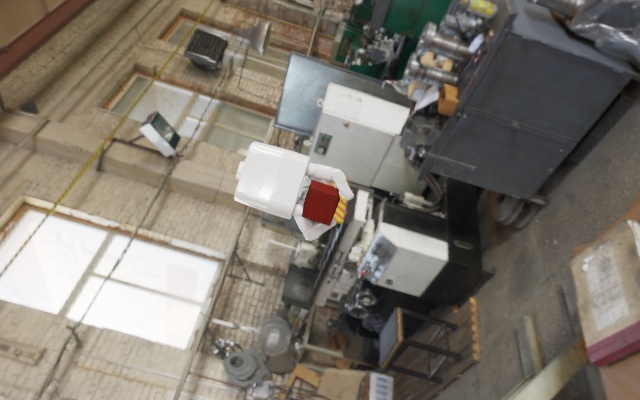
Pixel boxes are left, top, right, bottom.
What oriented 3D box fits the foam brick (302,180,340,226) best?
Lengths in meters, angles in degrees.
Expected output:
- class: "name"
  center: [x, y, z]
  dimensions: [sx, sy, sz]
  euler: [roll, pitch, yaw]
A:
- class: "foam brick"
  center: [0.000, 0.003, 0.814]
  dimensions: [0.051, 0.053, 0.078]
  euler: [18, 12, -5]
